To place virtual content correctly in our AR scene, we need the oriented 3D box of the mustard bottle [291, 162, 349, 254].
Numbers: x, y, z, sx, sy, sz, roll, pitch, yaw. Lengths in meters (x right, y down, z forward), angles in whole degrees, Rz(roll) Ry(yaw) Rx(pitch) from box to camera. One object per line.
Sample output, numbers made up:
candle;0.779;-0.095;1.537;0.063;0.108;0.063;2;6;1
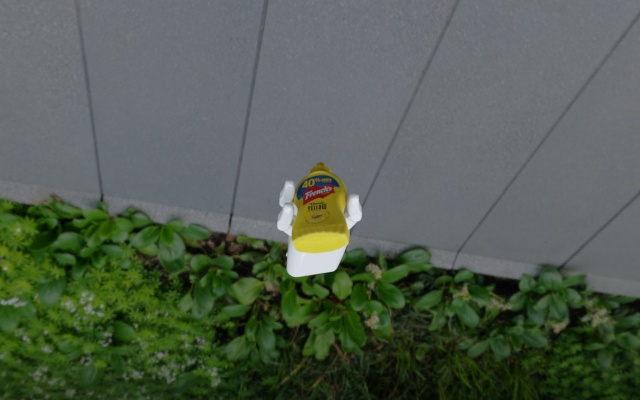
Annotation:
mustard bottle;0.000;0.003;0.859;0.096;0.191;0.058;-9;-43;11
